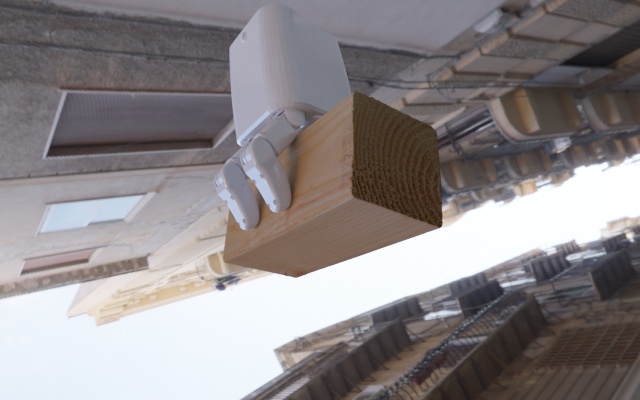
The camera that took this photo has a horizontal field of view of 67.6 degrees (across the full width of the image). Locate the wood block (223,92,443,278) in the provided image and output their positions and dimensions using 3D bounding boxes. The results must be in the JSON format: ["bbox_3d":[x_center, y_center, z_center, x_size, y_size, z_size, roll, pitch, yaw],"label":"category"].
[{"bbox_3d":[0.000,0.001,0.432,0.091,0.090,0.206,17,-27,-30],"label":"wood block"}]
